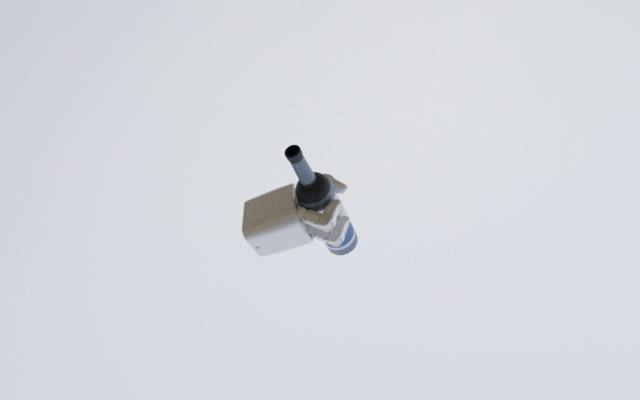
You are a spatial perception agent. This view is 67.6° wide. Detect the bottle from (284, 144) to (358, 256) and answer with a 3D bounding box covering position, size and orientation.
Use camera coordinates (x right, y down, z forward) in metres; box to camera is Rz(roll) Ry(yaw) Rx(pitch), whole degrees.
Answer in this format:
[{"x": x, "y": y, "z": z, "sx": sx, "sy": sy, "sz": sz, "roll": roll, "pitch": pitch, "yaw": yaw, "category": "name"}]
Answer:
[{"x": 0.000, "y": 0.003, "z": 0.865, "sx": 0.069, "sy": 0.069, "sz": 0.296, "roll": 0, "pitch": -33, "yaw": 21, "category": "bottle"}]
